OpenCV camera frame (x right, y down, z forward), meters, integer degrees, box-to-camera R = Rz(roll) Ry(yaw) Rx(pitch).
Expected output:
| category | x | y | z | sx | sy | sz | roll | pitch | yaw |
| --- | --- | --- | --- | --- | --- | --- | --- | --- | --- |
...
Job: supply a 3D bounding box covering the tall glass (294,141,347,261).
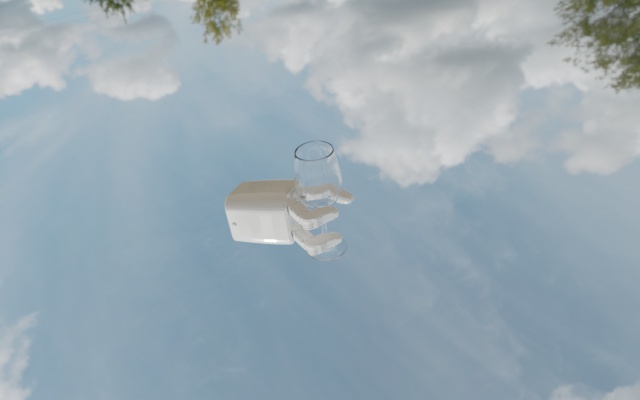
| category | x | y | z | sx | sy | sz | roll | pitch | yaw |
| --- | --- | --- | --- | --- | --- | --- | --- | --- | --- |
| tall glass | 0.000 | 0.003 | 0.796 | 0.079 | 0.201 | 0.079 | -5 | 36 | 3 |
